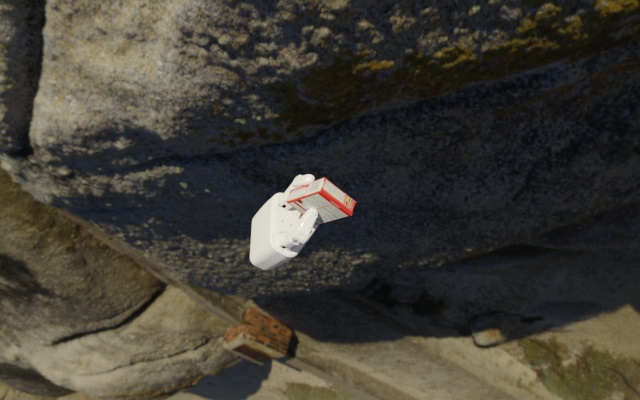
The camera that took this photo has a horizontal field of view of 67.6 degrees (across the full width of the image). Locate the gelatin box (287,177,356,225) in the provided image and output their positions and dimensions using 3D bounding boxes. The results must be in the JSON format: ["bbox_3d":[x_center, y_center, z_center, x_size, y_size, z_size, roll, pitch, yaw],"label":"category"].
[{"bbox_3d":[0.000,0.003,0.770,0.073,0.030,0.089,37,-34,-29],"label":"gelatin box"}]
